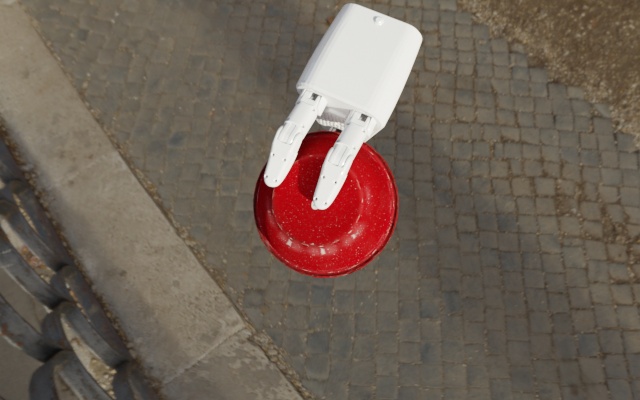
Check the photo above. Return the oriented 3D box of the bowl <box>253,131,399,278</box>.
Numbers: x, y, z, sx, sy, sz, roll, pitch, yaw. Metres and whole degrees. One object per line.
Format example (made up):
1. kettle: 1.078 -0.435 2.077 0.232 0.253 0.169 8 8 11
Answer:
1. bowl: 0.000 0.003 0.499 0.162 0.162 0.055 0 -4 9
